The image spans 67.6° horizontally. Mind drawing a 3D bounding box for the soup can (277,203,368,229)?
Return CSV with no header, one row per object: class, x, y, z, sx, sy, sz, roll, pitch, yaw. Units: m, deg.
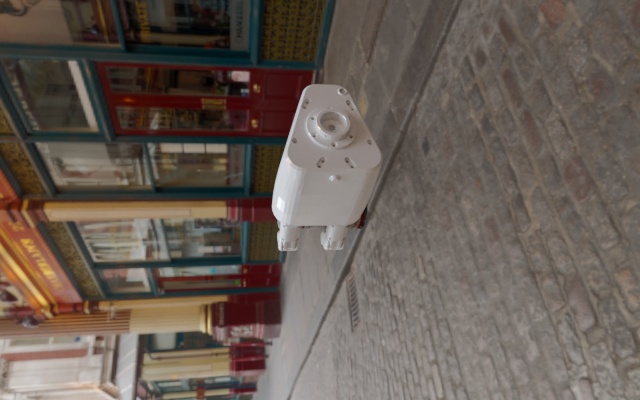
soup can,0.000,0.002,0.585,0.102,0.068,0.068,0,0,-10
